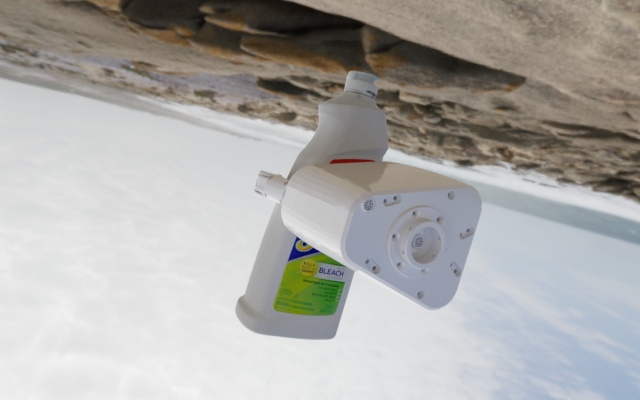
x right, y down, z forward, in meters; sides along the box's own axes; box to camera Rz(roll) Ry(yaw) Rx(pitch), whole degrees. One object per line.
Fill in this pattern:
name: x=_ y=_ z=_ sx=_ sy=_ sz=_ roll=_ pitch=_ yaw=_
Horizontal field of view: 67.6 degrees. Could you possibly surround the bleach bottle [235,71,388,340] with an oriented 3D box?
bleach bottle: x=0.000 y=0.002 z=0.453 sx=0.102 sy=0.251 sz=0.068 roll=13 pitch=5 yaw=-26
